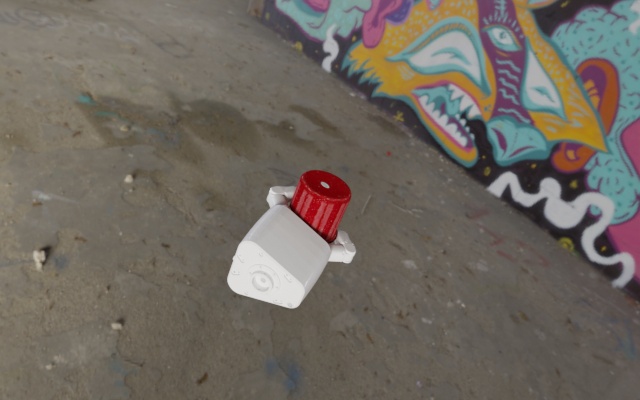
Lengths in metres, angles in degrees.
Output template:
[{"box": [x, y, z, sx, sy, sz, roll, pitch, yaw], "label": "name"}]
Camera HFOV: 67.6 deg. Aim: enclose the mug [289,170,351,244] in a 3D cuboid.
[{"box": [0.001, 0.002, 0.738, 0.093, 0.081, 0.117, 26, 32, 5], "label": "mug"}]
